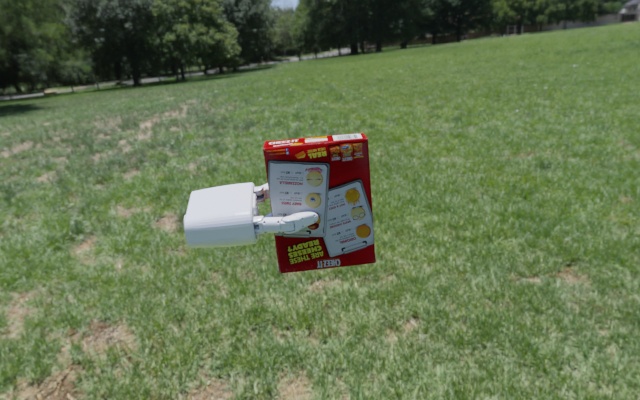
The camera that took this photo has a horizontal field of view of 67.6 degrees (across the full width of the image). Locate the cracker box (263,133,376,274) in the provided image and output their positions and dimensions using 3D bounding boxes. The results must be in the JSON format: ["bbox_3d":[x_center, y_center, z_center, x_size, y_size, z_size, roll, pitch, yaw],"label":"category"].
[{"bbox_3d":[0.000,0.002,0.787,0.164,0.214,0.072,-6,19,-1],"label":"cracker box"}]
